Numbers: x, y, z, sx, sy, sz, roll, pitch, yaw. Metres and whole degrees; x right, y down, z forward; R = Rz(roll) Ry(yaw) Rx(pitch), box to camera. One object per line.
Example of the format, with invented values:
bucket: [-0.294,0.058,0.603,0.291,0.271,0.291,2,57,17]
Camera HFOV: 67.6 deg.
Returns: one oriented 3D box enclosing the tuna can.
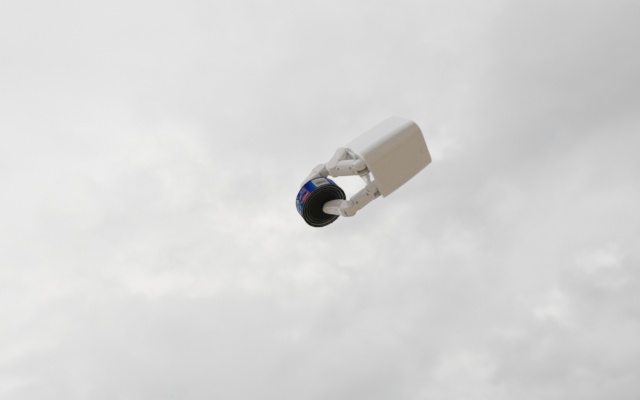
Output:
tuna can: [0.000,0.002,0.829,0.086,0.086,0.033,0,29,-32]
